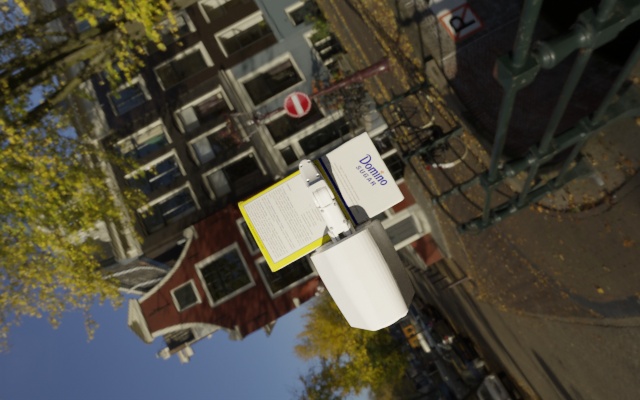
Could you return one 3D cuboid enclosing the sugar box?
[{"bbox_3d":[0.000,0.002,0.573,0.176,0.093,0.048,-28,-4,0],"label":"sugar box"}]
